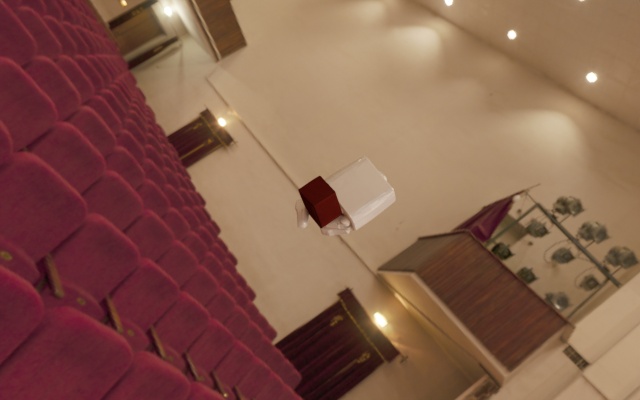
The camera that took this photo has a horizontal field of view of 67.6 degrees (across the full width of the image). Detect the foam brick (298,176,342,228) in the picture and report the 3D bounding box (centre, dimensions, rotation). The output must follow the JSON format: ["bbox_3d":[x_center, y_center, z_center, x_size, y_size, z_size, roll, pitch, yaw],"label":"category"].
[{"bbox_3d":[0.000,0.003,0.891,0.051,0.053,0.078,-34,-35,-10],"label":"foam brick"}]
